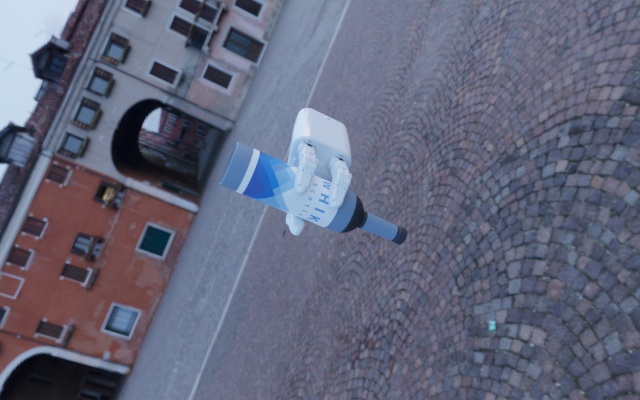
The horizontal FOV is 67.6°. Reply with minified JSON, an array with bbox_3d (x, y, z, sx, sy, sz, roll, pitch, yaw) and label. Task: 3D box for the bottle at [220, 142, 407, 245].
[{"bbox_3d":[0.000,0.002,0.715,0.296,0.069,0.069,23,-7,-16],"label":"bottle"}]
